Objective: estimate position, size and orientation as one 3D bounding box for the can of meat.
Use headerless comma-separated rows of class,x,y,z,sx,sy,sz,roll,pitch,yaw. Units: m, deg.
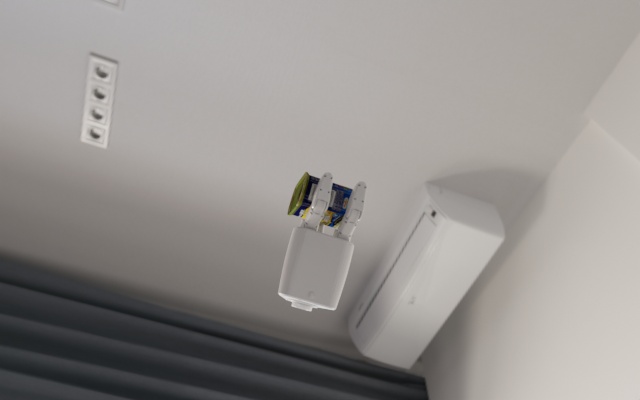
can of meat,0.000,0.003,0.773,0.084,0.057,0.102,18,-19,-9
